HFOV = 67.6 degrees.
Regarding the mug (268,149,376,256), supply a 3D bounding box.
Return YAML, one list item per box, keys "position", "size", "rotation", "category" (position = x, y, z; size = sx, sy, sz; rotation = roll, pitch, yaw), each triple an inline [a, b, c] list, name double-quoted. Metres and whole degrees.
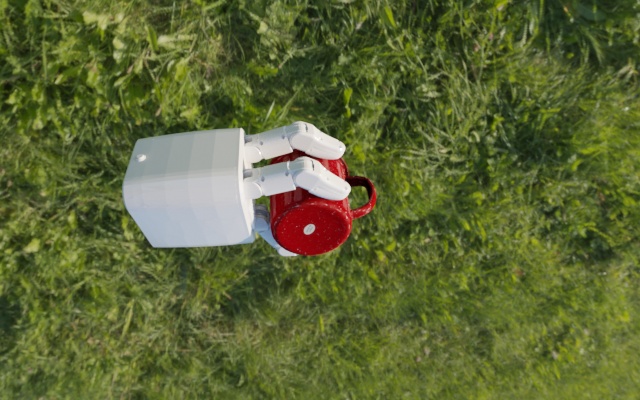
- position: [0.002, 0.002, 0.499]
  size: [0.117, 0.093, 0.081]
  rotation: [-6, 44, -1]
  category: "mug"
